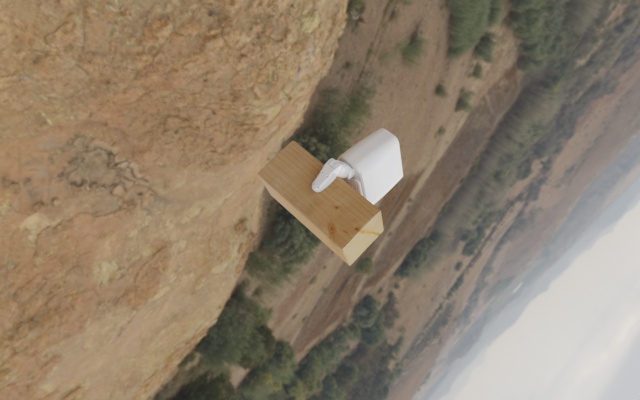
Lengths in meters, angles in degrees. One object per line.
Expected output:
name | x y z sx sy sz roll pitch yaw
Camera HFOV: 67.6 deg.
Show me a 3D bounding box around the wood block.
wood block | 0.000 0.002 0.821 0.206 0.090 0.091 40 -12 25
